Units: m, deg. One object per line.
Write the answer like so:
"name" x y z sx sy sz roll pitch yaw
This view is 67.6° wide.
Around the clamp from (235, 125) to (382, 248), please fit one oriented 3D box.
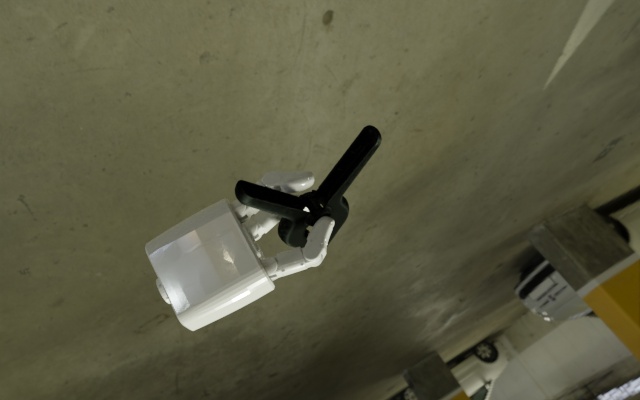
"clamp" 0.000 0.003 0.564 0.164 0.036 0.210 -27 -28 -7
